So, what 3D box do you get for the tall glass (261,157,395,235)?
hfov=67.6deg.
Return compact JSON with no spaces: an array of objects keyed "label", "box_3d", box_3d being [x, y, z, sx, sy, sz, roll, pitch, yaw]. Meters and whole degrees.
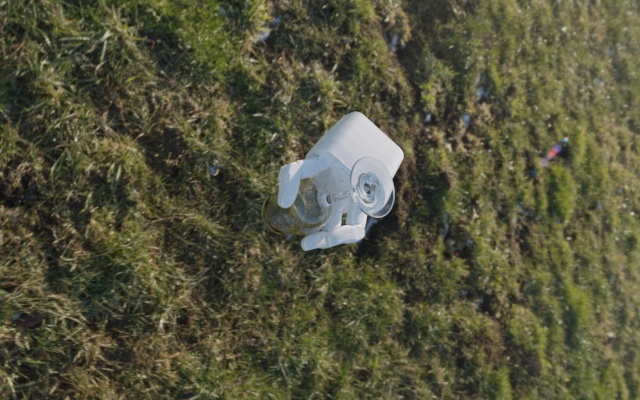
[{"label":"tall glass","box_3d":[0.000,0.002,0.638,0.079,0.079,0.201,0,-11,-40]}]
